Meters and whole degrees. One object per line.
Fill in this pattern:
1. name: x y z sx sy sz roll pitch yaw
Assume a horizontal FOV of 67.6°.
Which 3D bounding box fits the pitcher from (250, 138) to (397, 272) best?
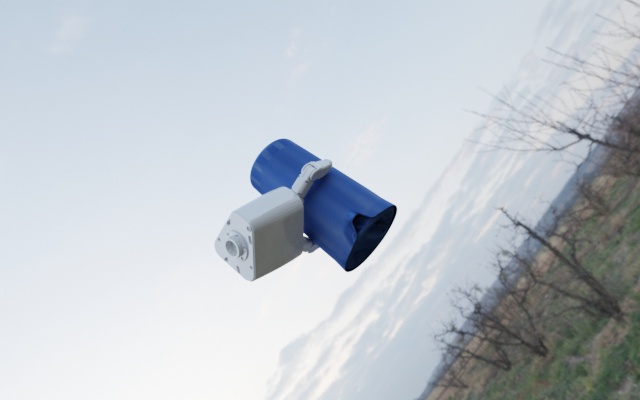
1. pitcher: 0.000 0.003 0.819 0.242 0.149 0.145 37 39 22
